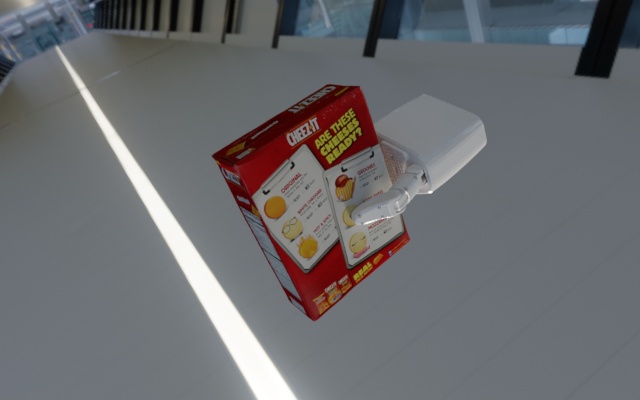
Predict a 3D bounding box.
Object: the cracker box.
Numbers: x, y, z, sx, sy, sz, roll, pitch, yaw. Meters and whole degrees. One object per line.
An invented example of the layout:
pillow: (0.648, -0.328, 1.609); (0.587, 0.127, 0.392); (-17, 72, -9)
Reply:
cracker box: (0.000, 0.002, 0.543); (0.164, 0.214, 0.072); (-36, 31, -22)
